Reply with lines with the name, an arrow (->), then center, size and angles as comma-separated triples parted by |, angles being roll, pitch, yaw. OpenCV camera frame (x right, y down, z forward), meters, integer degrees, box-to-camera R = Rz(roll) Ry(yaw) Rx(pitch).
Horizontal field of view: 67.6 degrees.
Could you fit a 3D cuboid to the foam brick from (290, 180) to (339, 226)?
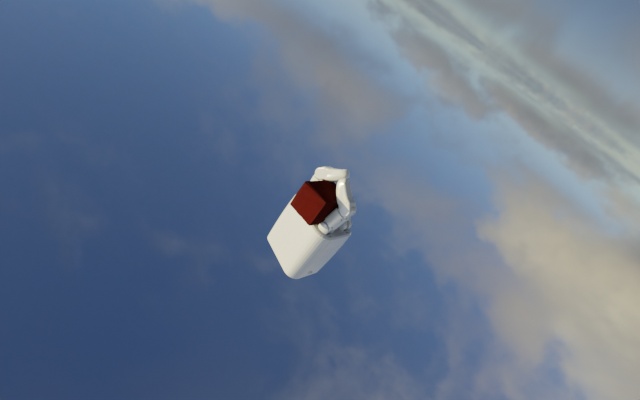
foam brick -> 0.000, 0.002, 0.775 | 0.053, 0.051, 0.078 | 48, 27, 21
